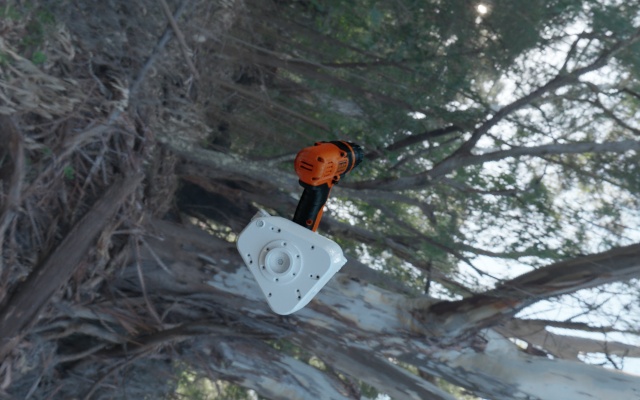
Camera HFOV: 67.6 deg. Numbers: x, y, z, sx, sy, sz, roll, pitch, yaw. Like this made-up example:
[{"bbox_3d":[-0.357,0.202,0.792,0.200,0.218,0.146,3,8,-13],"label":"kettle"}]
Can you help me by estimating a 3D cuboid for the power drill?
[{"bbox_3d":[0.000,0.003,0.705,0.057,0.188,0.184,21,17,21],"label":"power drill"}]
